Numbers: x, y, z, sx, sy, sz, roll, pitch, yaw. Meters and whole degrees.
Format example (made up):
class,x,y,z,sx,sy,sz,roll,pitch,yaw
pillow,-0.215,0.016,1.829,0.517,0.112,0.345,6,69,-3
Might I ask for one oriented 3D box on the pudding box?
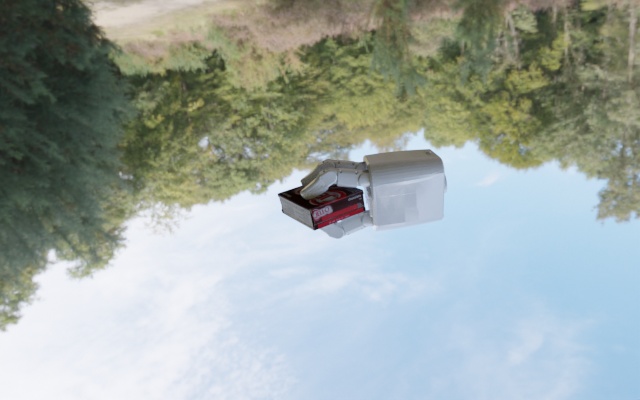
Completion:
class,x,y,z,sx,sy,sz,roll,pitch,yaw
pudding box,0.000,0.002,0.716,0.090,0.039,0.113,-19,19,-25
